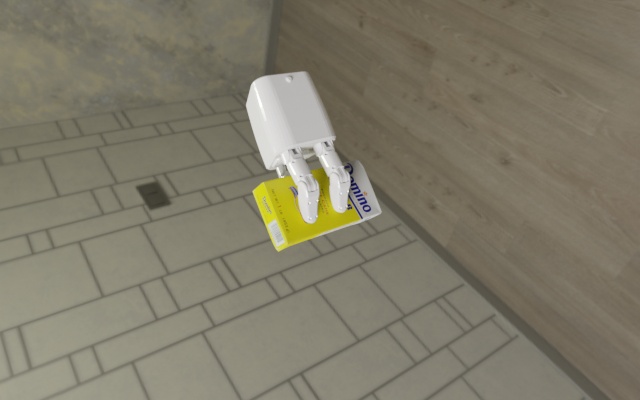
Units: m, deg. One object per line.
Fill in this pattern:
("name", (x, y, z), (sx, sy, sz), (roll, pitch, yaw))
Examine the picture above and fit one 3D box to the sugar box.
("sugar box", (0.000, 0.002, 0.691), (0.176, 0.093, 0.048), (-18, -8, -33))
